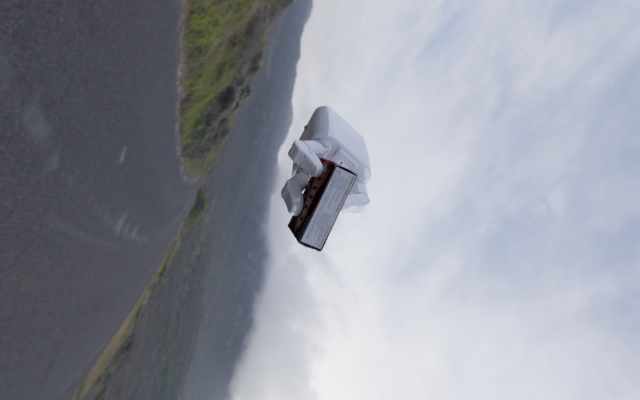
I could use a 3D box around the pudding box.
[{"bbox_3d":[0.000,0.002,0.640,0.039,0.113,0.090,22,5,-15],"label":"pudding box"}]
